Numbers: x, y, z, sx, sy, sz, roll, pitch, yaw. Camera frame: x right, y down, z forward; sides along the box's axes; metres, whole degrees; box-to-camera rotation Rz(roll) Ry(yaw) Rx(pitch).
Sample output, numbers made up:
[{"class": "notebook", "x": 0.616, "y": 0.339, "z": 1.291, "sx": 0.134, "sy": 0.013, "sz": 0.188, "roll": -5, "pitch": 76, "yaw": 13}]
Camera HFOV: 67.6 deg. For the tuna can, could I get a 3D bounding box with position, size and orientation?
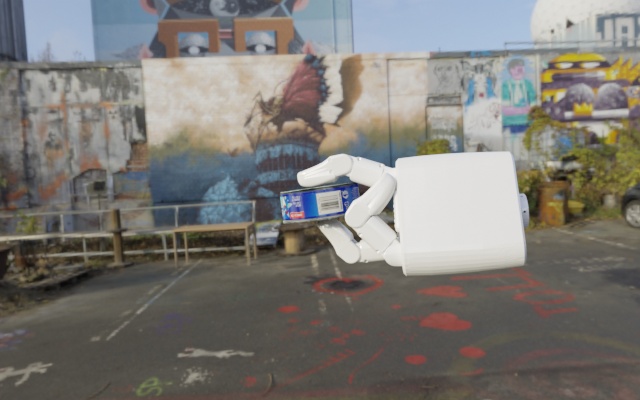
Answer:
[{"class": "tuna can", "x": 0.000, "y": 0.001, "z": 0.512, "sx": 0.086, "sy": 0.034, "sz": 0.086, "roll": -8, "pitch": 2, "yaw": 0}]
